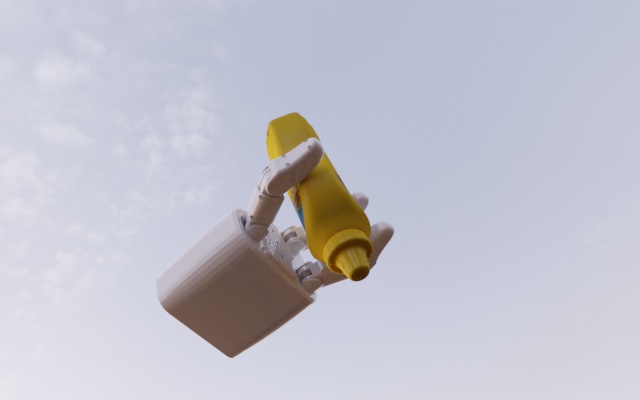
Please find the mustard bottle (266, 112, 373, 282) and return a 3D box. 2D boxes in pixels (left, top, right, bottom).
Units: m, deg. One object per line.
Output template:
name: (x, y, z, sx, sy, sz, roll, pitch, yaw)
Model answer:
mustard bottle: (0.000, 0.001, 0.448, 0.058, 0.096, 0.191, -21, 43, -6)
